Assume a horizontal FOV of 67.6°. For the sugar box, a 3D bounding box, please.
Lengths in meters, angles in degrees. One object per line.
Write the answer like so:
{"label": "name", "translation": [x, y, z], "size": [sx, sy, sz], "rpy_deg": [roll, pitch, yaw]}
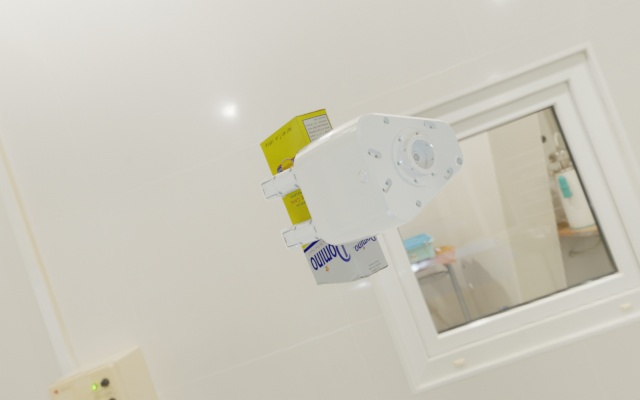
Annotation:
{"label": "sugar box", "translation": [0.000, 0.002, 0.515], "size": [0.048, 0.176, 0.093], "rpy_deg": [-19, -2, -33]}
